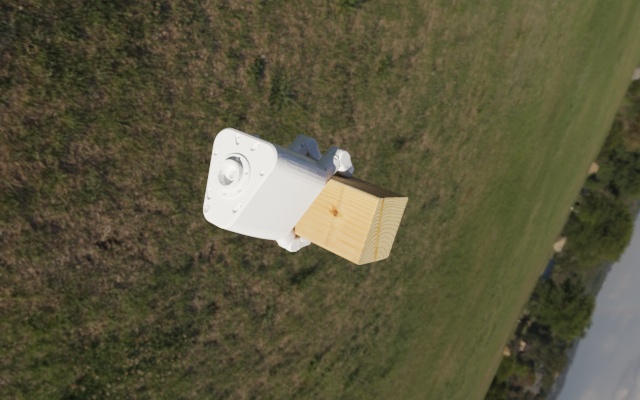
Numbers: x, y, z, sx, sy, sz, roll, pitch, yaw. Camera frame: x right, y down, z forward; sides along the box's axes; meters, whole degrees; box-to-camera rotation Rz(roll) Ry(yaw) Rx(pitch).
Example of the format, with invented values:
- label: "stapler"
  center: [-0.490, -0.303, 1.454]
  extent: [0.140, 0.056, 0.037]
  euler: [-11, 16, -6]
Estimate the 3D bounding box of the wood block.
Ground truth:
- label: "wood block"
  center: [0.000, 0.003, 0.660]
  extent: [0.206, 0.091, 0.090]
  euler: [24, 14, 30]
